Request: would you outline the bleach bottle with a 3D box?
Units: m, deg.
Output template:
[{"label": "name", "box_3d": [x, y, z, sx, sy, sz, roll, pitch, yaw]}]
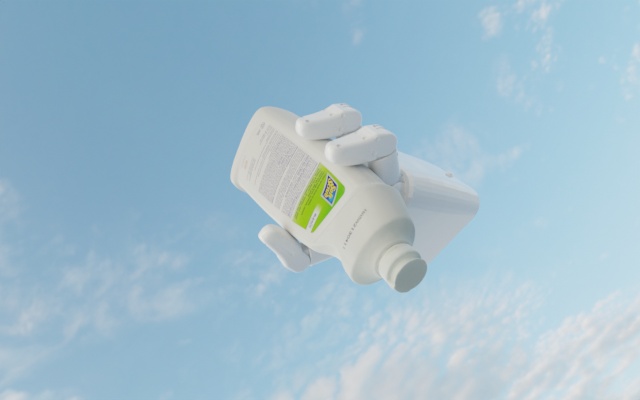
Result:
[{"label": "bleach bottle", "box_3d": [0.000, 0.001, 0.426, 0.068, 0.102, 0.250, 10, 22, -36]}]
